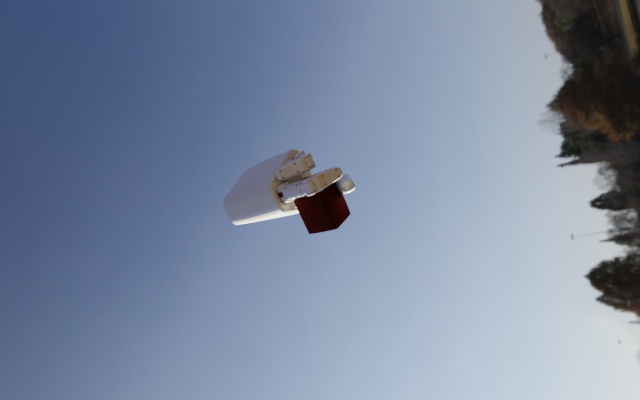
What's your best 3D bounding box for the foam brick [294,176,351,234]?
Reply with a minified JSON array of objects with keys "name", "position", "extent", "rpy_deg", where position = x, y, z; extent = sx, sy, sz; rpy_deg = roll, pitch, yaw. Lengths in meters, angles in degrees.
[{"name":"foam brick","position":[0.000,0.003,0.705],"extent":[0.051,0.078,0.053],"rpy_deg":[-17,13,33]}]
